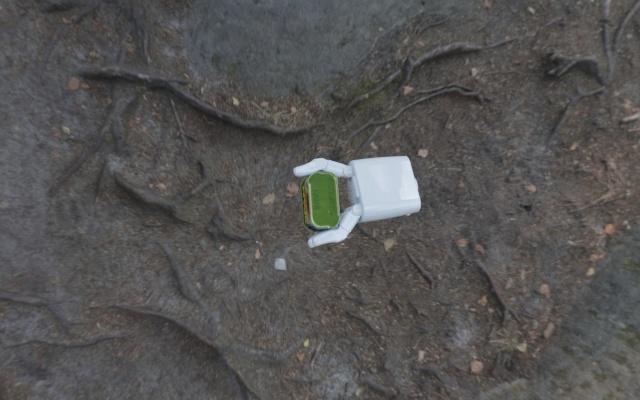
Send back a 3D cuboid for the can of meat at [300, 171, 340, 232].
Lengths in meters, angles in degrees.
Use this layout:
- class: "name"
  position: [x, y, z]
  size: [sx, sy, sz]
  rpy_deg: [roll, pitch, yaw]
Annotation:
- class: "can of meat"
  position: [0.000, 0.003, 0.830]
  size: [0.057, 0.102, 0.084]
  rpy_deg: [-4, -4, -9]
